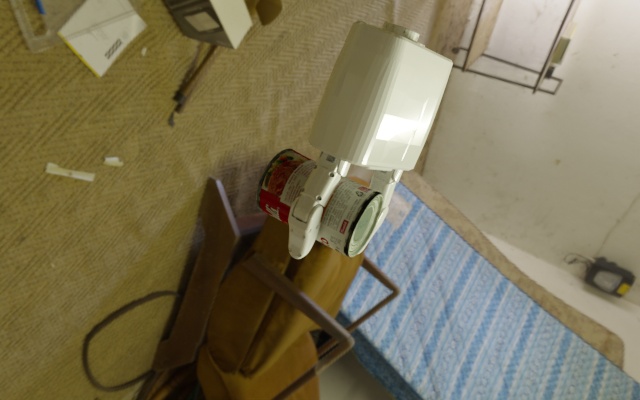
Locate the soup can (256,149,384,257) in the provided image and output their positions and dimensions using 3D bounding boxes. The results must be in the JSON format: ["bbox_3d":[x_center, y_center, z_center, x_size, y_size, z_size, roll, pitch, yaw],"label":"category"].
[{"bbox_3d":[0.000,0.002,0.451,0.102,0.068,0.068,27,10,21],"label":"soup can"}]
